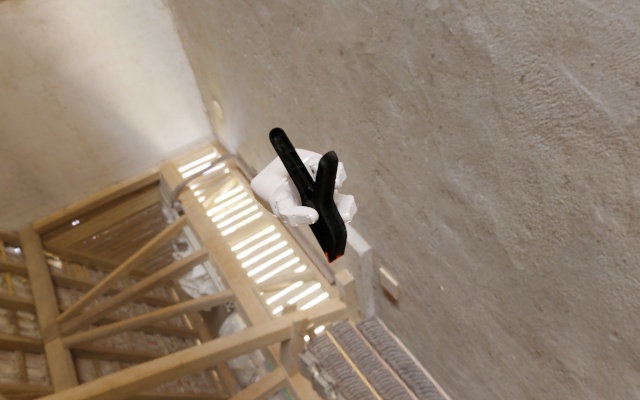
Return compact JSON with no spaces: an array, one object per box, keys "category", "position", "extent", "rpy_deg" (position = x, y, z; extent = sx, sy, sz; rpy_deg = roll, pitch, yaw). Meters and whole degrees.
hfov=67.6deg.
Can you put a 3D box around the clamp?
[{"category":"clamp","position":[-0.001,0.003,0.667],"extent":[0.036,0.210,0.164],"rpy_deg":[-28,24,-19]}]
